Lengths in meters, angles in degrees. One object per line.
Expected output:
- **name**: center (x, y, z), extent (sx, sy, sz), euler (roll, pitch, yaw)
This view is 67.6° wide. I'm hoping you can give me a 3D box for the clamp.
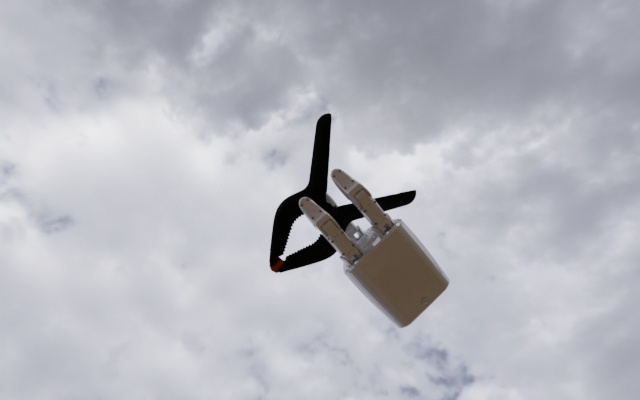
- **clamp**: center (0.000, 0.003, 0.619), extent (0.210, 0.164, 0.036), euler (-43, 3, -7)
